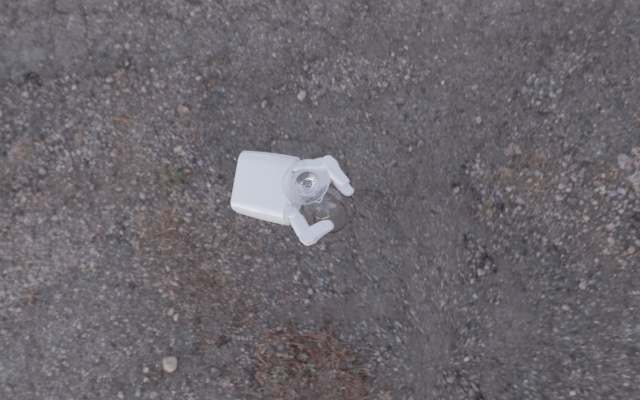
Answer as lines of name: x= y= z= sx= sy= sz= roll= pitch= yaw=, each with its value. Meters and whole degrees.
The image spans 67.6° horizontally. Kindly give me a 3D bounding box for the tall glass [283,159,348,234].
tall glass: x=0.000 y=0.003 z=0.816 sx=0.079 sy=0.079 sz=0.201 roll=0 pitch=-19 yaw=14
